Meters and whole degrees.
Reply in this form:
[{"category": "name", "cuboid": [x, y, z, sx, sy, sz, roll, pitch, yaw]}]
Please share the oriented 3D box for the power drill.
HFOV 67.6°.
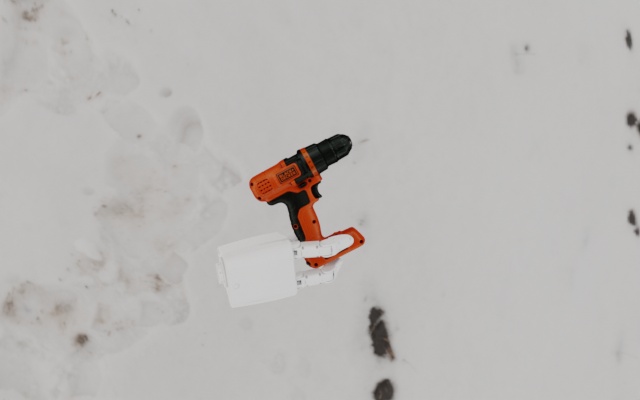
[{"category": "power drill", "cuboid": [0.000, 0.003, 0.794, 0.184, 0.187, 0.057, -28, 5, 2]}]
